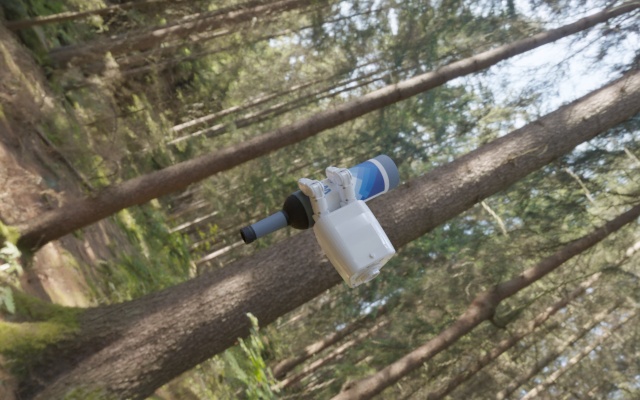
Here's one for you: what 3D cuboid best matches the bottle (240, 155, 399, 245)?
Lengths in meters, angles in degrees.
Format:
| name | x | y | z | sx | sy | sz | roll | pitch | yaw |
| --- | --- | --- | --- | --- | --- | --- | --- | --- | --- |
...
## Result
| name | x | y | z | sx | sy | sz | roll | pitch | yaw |
| --- | --- | --- | --- | --- | --- | --- | --- | --- | --- |
| bottle | 0.000 | 0.003 | 0.822 | 0.295 | 0.069 | 0.069 | -24 | 10 | -22 |
